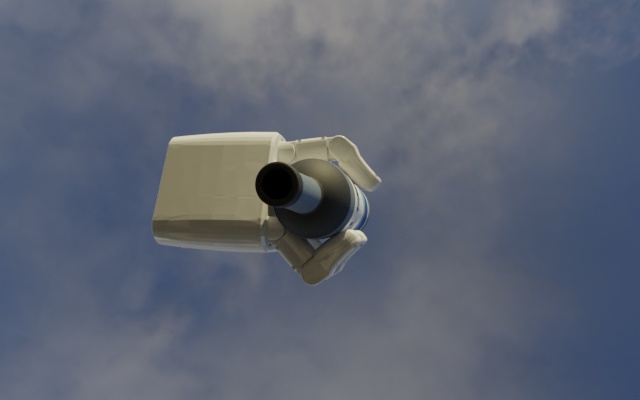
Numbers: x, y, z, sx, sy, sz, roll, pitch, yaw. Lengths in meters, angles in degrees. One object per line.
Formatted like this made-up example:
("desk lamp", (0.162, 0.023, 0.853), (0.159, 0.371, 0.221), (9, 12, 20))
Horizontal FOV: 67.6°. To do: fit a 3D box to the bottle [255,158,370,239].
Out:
("bottle", (0.000, 0.001, 0.428), (0.069, 0.069, 0.296), (0, -4, 10))
